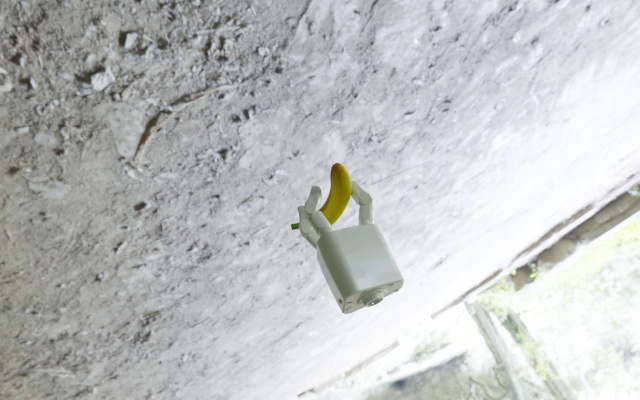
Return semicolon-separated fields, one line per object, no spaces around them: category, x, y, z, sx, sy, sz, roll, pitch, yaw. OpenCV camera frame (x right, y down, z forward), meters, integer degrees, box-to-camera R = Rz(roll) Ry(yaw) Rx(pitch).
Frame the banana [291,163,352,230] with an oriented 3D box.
banana;0.015;0.005;0.838;0.069;0.037;0.198;1;-36;-29
